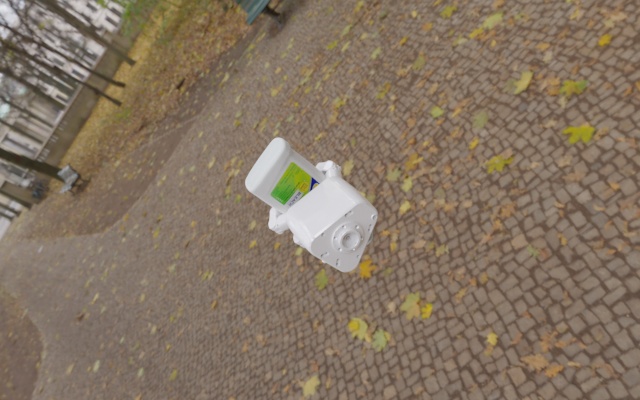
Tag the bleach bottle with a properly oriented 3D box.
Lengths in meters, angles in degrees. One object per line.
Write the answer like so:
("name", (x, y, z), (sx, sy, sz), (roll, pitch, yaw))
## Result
("bleach bottle", (0.000, 0.003, 0.815), (0.251, 0.102, 0.068), (33, 6, -29))
